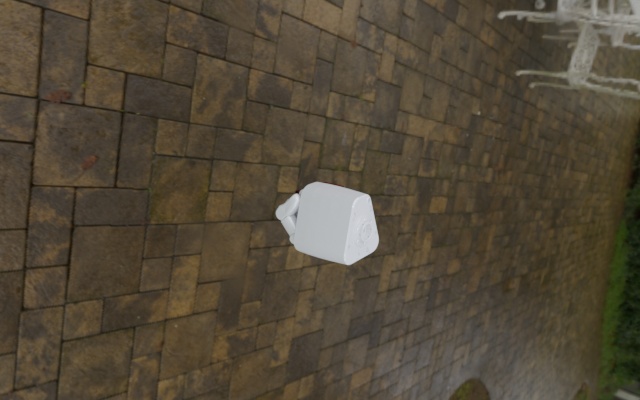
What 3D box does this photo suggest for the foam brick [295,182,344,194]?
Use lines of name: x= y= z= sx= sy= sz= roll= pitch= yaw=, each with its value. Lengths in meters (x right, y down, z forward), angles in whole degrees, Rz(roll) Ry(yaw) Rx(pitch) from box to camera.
foam brick: x=0.000 y=0.003 z=0.854 sx=0.051 sy=0.053 sz=0.078 roll=12 pitch=23 yaw=40
